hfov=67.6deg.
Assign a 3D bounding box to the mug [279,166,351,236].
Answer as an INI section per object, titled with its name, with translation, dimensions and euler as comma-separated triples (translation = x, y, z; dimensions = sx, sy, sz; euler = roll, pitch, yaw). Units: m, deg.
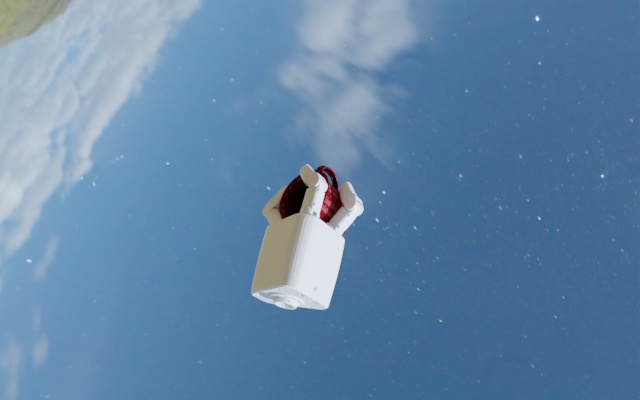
[mug]
translation = 0.001, 0.001, 0.743
dimensions = 0.093, 0.117, 0.081
euler = -8, -34, 38
